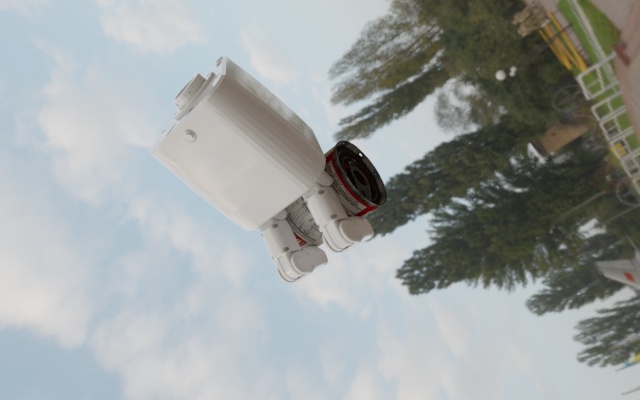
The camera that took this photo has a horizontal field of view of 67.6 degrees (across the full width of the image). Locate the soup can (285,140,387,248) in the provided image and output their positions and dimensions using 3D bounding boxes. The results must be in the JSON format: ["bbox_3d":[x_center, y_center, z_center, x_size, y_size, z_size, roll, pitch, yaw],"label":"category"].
[{"bbox_3d":[0.000,0.002,0.439,0.102,0.068,0.068,-36,-18,28],"label":"soup can"}]
